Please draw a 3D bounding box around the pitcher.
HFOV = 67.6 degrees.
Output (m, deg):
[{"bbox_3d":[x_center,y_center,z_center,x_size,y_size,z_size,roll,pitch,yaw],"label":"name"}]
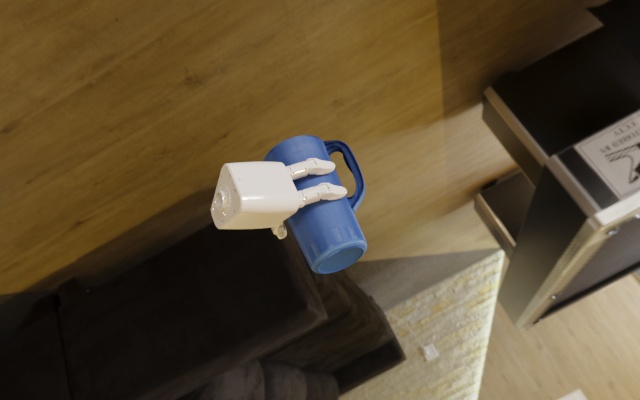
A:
[{"bbox_3d":[0.000,0.003,0.884,0.145,0.242,0.149,0,-37,-39],"label":"pitcher"}]
